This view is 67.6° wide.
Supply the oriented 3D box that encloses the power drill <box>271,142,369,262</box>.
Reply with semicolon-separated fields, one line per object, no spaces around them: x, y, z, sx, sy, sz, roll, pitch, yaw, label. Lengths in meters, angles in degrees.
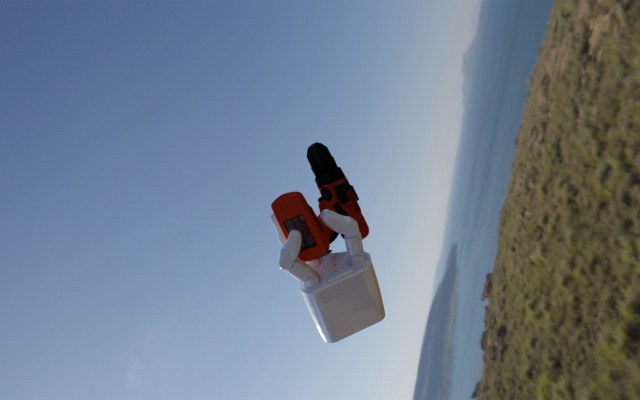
0.000;0.003;0.754;0.057;0.184;0.187;-27;2;31;power drill
